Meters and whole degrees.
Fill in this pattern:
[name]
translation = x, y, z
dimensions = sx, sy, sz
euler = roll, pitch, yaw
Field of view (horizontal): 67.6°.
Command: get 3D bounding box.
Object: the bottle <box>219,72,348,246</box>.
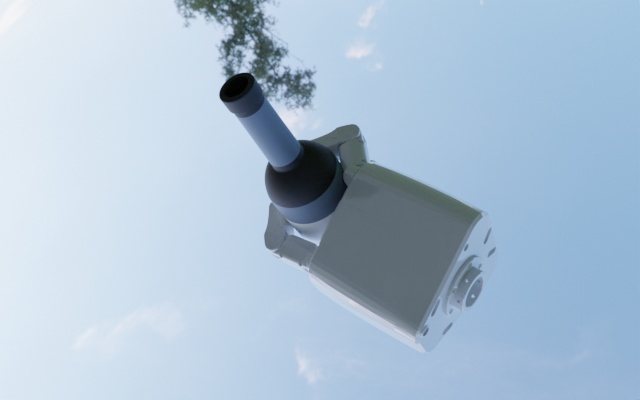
[bottle]
translation = 0.000, 0.002, 0.431
dimensions = 0.069, 0.069, 0.296
euler = 0, -32, 27
